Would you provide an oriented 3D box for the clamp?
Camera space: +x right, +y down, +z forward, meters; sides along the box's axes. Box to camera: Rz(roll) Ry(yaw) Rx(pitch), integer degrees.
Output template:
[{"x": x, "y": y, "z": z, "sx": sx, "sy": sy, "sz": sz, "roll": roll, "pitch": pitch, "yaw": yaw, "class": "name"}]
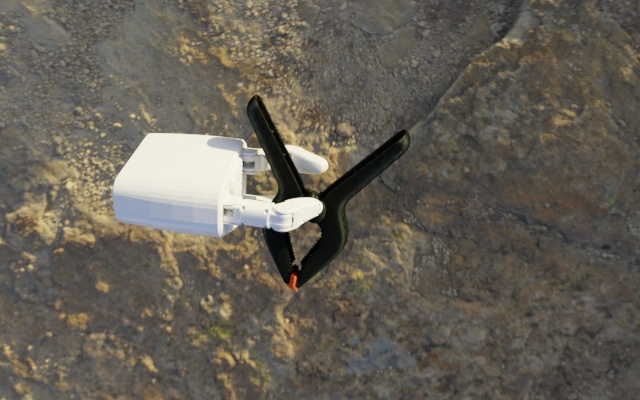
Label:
[{"x": 0.000, "y": 0.002, "z": 0.505, "sx": 0.164, "sy": 0.210, "sz": 0.036, "roll": 7, "pitch": 22, "yaw": 4, "class": "clamp"}]
